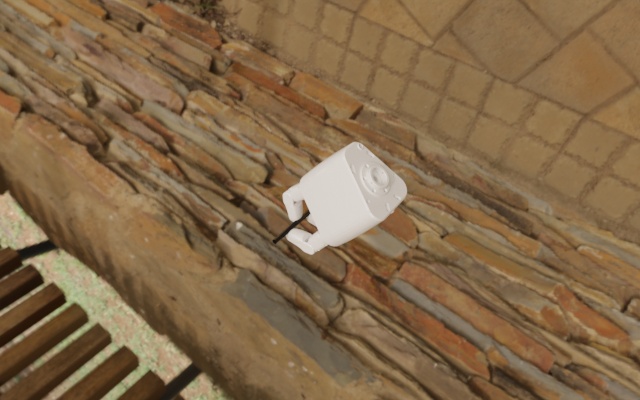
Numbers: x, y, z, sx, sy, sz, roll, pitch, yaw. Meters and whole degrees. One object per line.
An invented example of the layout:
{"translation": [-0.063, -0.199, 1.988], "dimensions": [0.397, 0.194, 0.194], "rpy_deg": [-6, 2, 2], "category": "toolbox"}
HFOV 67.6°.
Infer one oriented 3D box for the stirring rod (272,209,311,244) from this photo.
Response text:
{"translation": [0.000, 0.003, 0.796], "dimensions": [0.011, 0.011, 0.239], "rpy_deg": [0, 30, 42], "category": "stirring rod"}
